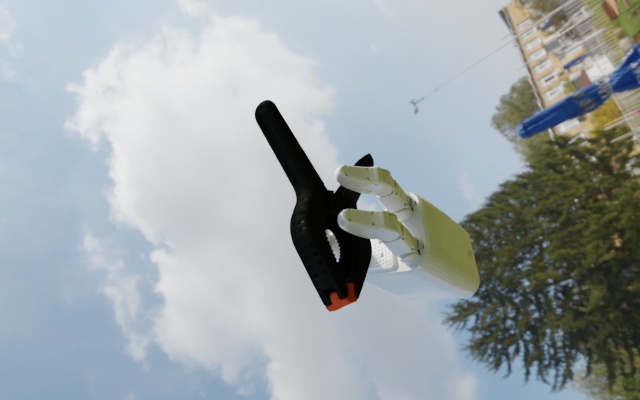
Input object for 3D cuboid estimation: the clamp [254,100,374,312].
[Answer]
[{"bbox_3d":[0.000,0.002,0.470,0.164,0.209,0.036,27,-45,-33],"label":"clamp"}]
